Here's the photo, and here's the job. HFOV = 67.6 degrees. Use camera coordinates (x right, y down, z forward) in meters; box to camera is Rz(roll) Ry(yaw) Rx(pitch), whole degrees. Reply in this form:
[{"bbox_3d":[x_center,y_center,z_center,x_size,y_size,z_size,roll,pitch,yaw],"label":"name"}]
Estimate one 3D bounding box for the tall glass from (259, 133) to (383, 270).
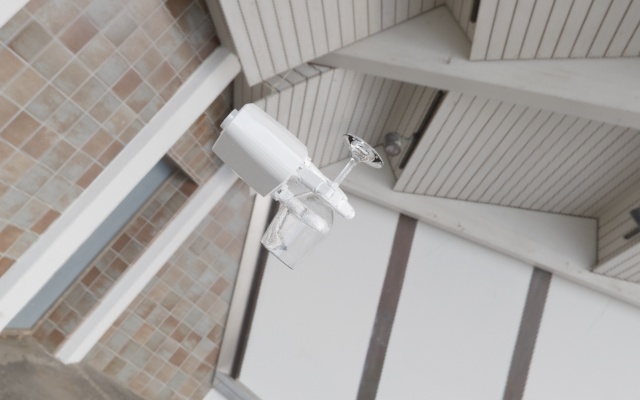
[{"bbox_3d":[0.001,0.002,0.683,0.079,0.201,0.079,38,-10,8],"label":"tall glass"}]
